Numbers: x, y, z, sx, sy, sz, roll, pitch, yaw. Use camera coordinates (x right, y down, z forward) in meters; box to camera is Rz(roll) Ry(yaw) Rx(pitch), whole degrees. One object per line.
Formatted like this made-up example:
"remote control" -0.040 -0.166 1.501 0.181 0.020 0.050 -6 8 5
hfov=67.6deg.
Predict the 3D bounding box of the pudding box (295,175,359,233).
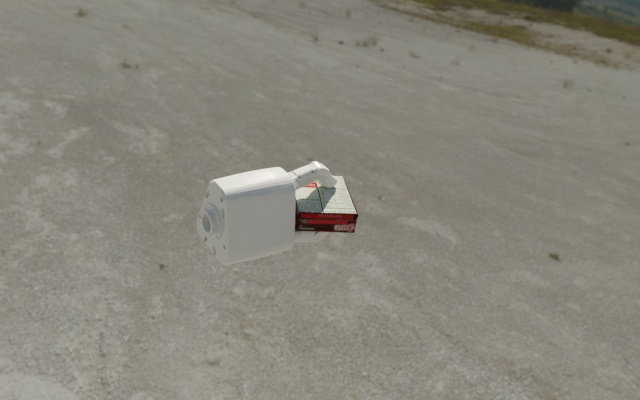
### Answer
"pudding box" 0.000 0.002 0.715 0.090 0.039 0.113 4 34 -13
